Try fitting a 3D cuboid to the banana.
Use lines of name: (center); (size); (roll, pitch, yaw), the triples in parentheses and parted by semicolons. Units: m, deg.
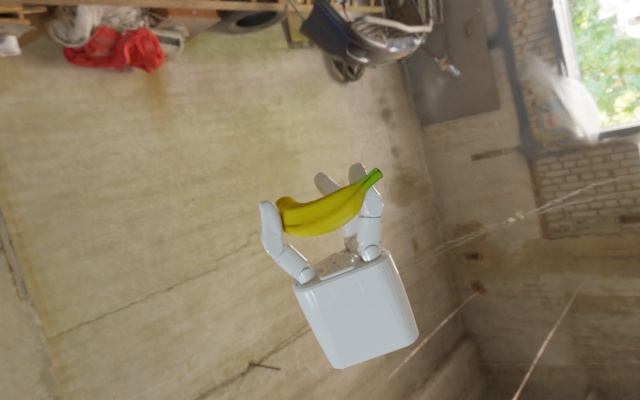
banana: (-0.010, 0.012, 0.522); (0.069, 0.037, 0.198); (-41, 16, -31)
